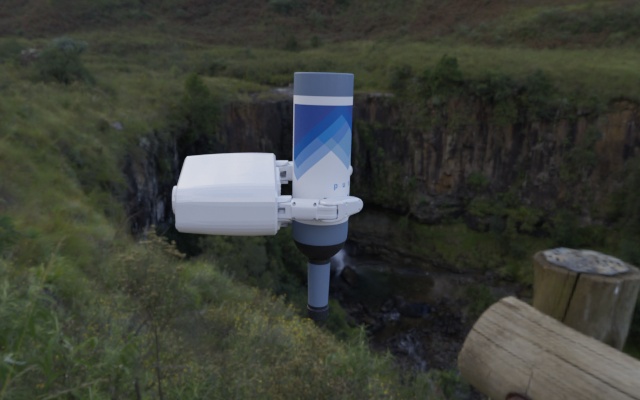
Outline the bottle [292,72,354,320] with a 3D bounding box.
[{"bbox_3d":[0.000,0.002,0.565,0.069,0.296,0.069,1,14,0],"label":"bottle"}]
